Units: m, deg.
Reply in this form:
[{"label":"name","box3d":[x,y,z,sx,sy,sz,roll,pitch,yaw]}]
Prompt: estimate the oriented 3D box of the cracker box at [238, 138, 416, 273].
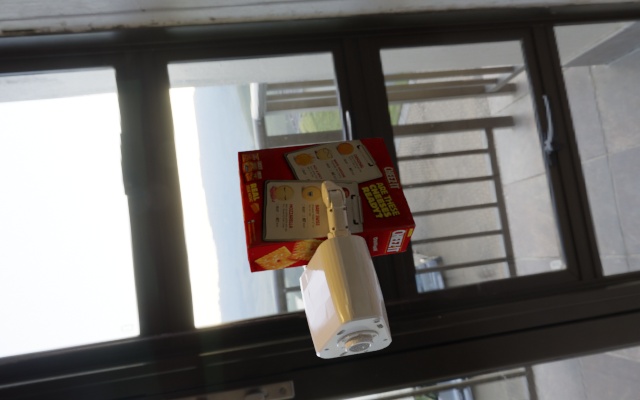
[{"label":"cracker box","box3d":[0.000,0.002,0.656,0.213,0.164,0.072,-6,-37,-9]}]
